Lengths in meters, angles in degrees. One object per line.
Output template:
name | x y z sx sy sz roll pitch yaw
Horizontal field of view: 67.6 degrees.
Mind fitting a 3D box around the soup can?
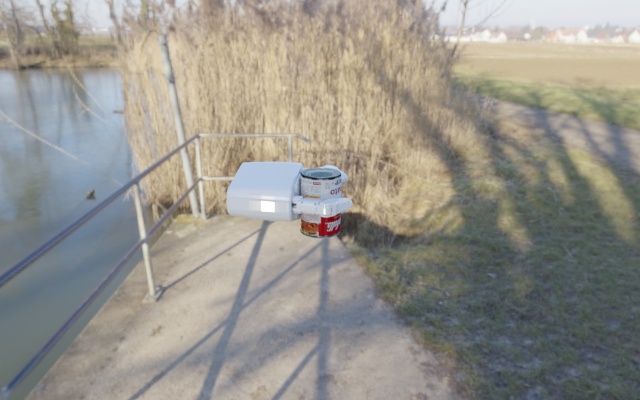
soup can | 0.001 0.002 0.786 0.068 0.102 0.068 1 18 0
